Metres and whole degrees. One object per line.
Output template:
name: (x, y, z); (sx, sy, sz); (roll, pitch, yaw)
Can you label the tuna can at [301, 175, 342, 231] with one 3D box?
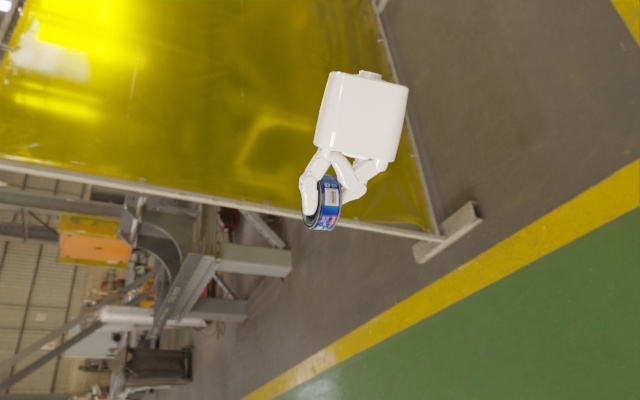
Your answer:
tuna can: (0.000, 0.002, 0.726); (0.034, 0.086, 0.086); (4, -2, -23)
